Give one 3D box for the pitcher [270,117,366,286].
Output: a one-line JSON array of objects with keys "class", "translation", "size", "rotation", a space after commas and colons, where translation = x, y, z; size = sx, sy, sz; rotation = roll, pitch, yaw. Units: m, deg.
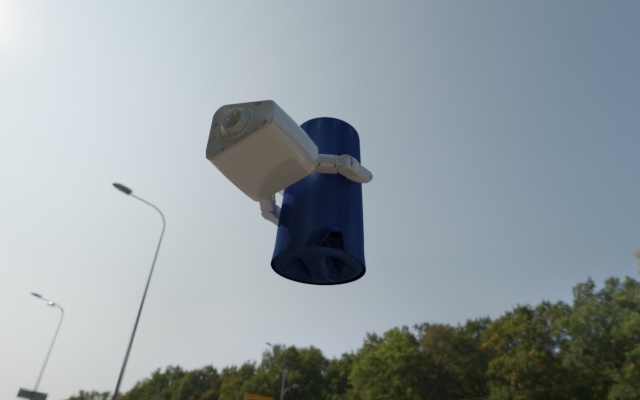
[{"class": "pitcher", "translation": [0.000, 0.002, 0.730], "size": [0.149, 0.242, 0.145], "rotation": [-14, -35, 28]}]
